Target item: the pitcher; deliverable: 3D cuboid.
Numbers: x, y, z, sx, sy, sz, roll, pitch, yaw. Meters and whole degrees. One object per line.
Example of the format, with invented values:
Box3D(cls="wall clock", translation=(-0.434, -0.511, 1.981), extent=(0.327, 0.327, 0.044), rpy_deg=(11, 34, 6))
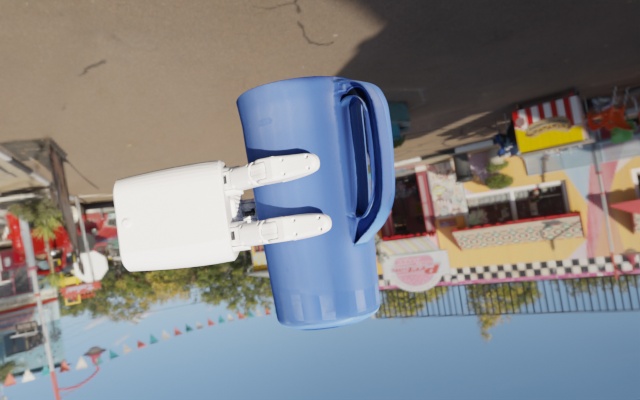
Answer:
Box3D(cls="pitcher", translation=(0.000, 0.002, 0.491), extent=(0.145, 0.243, 0.149), rpy_deg=(-8, -3, -1))
